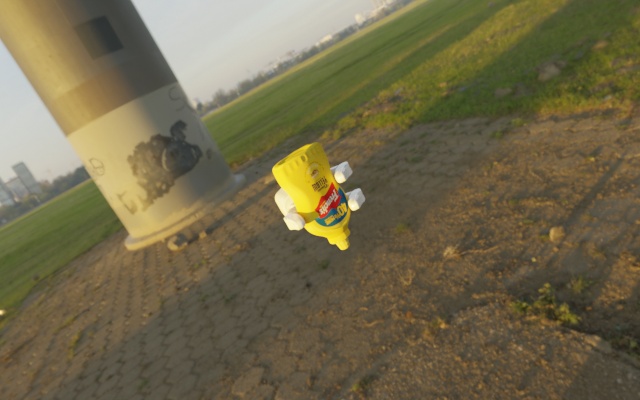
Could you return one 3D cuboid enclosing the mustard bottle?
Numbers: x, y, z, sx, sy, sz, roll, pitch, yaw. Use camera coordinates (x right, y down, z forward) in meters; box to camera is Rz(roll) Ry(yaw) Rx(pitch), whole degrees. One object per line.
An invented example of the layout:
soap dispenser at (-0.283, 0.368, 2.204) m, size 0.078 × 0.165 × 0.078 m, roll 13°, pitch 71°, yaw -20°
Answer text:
mustard bottle at (0.000, 0.003, 0.831) m, size 0.096 × 0.192 × 0.058 m, roll -38°, pitch 18°, yaw -33°
